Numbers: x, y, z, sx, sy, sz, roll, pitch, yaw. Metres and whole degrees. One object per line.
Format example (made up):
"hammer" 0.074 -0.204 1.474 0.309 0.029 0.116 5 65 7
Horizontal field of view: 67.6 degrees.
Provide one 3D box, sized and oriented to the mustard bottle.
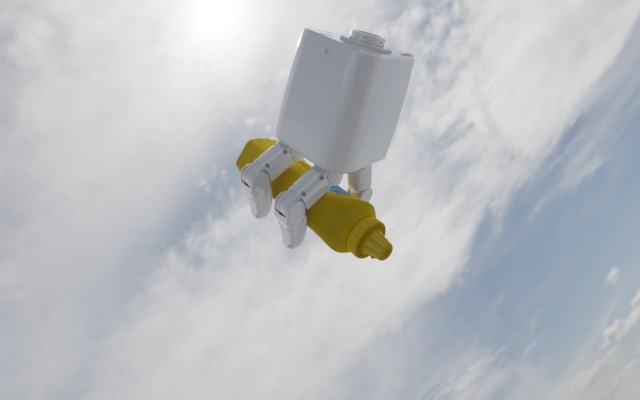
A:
"mustard bottle" 0.000 0.002 0.492 0.191 0.058 0.096 37 7 37
